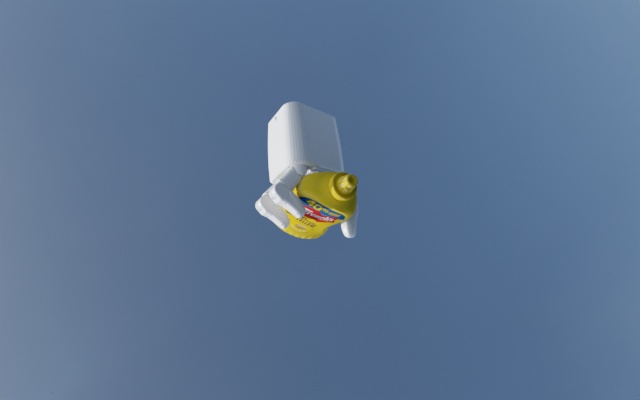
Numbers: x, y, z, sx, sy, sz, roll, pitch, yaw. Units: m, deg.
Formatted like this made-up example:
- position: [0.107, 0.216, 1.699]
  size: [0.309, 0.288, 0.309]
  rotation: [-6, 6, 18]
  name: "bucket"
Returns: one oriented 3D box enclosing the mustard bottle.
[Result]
- position: [0.000, 0.003, 0.729]
  size: [0.096, 0.058, 0.192]
  rotation: [28, -31, -17]
  name: "mustard bottle"
